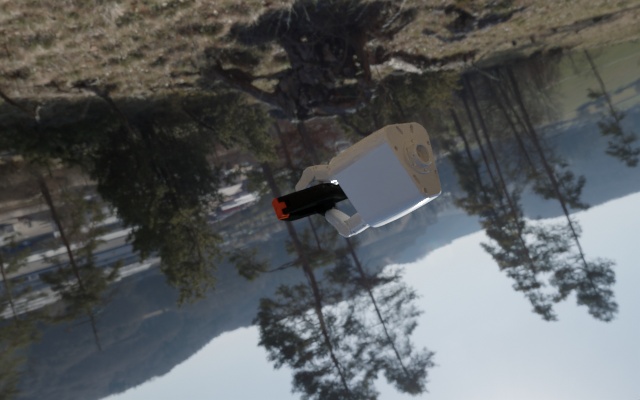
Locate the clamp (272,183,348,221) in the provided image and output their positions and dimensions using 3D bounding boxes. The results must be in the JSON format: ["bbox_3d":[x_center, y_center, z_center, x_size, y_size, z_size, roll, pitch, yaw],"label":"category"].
[{"bbox_3d":[0.000,0.003,0.741,0.210,0.036,0.165,-14,-14,-43],"label":"clamp"}]
